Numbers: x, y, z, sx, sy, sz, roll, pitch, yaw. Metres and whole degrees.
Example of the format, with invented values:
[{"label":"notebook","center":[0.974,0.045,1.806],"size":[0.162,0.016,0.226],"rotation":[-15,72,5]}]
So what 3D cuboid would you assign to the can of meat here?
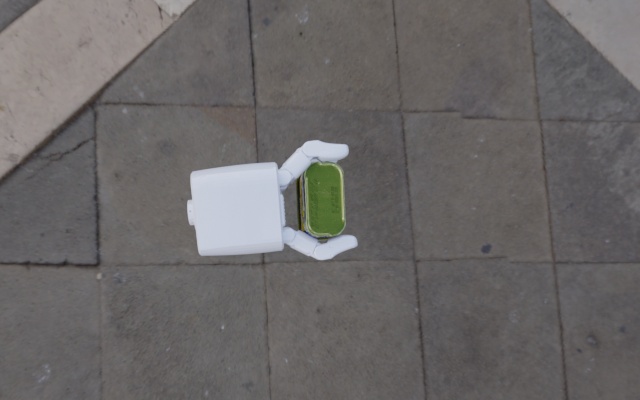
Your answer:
[{"label":"can of meat","center":[0.000,0.002,0.640],"size":[0.057,0.102,0.084],"rotation":[-2,-6,-8]}]
